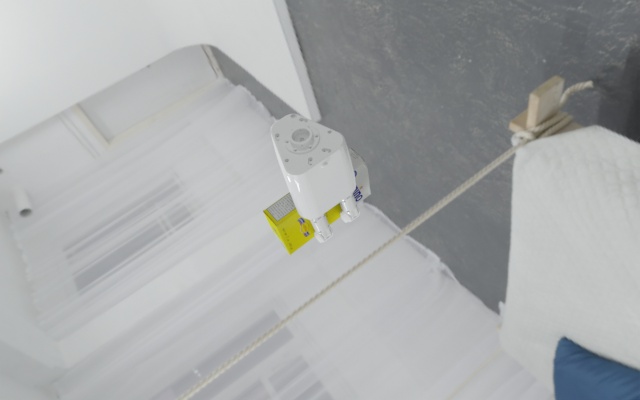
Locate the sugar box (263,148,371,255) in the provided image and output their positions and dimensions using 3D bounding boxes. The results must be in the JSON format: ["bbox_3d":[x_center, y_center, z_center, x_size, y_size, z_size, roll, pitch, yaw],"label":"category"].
[{"bbox_3d":[0.000,0.003,0.766,0.176,0.048,0.093,-35,-35,-12],"label":"sugar box"}]
